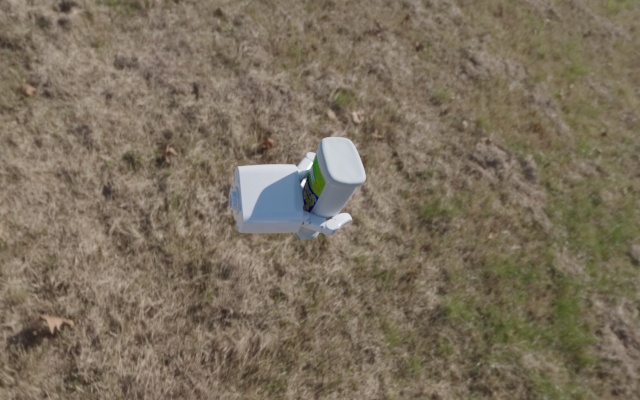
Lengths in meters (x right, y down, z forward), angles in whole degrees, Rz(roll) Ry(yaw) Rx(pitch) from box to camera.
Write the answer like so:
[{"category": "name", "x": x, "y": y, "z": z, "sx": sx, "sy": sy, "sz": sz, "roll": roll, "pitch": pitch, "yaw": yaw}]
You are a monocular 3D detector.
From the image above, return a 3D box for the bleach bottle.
[{"category": "bleach bottle", "x": 0.000, "y": 0.003, "z": 0.865, "sx": 0.068, "sy": 0.102, "sz": 0.251, "roll": -1, "pitch": -35, "yaw": -21}]
